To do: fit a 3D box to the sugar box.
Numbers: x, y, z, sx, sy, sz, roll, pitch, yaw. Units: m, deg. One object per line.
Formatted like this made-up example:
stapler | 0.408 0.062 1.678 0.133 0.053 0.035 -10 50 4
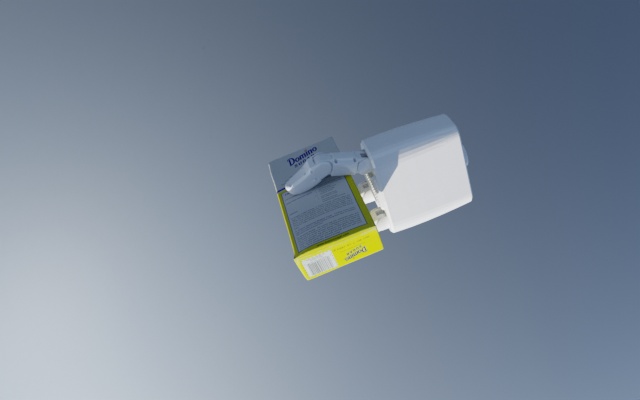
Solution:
sugar box | 0.000 0.002 0.565 0.093 0.048 0.176 -22 40 2
